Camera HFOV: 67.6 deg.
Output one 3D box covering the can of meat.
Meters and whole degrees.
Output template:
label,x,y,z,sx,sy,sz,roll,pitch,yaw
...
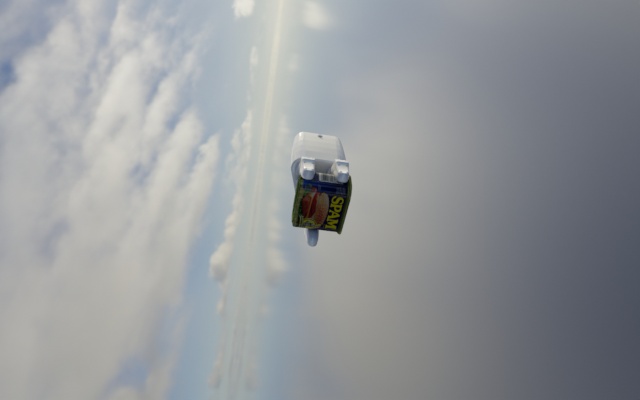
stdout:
label,x,y,z,sx,sy,sz,roll,pitch,yaw
can of meat,0.000,0.003,0.785,0.084,0.102,0.057,8,38,-7
